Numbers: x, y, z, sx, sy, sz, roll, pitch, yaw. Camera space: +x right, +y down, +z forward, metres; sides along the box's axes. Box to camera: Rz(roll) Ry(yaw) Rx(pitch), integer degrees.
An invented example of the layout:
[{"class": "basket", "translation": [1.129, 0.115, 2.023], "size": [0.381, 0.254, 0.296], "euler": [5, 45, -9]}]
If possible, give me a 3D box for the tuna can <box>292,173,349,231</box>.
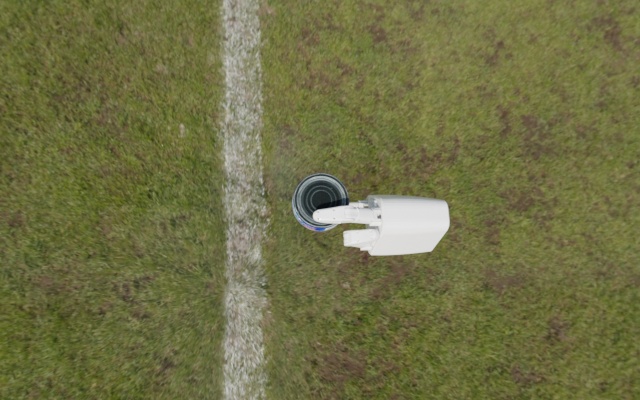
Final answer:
[{"class": "tuna can", "translation": [0.000, 0.002, 0.724], "size": [0.086, 0.086, 0.034], "euler": [0, -10, -5]}]
